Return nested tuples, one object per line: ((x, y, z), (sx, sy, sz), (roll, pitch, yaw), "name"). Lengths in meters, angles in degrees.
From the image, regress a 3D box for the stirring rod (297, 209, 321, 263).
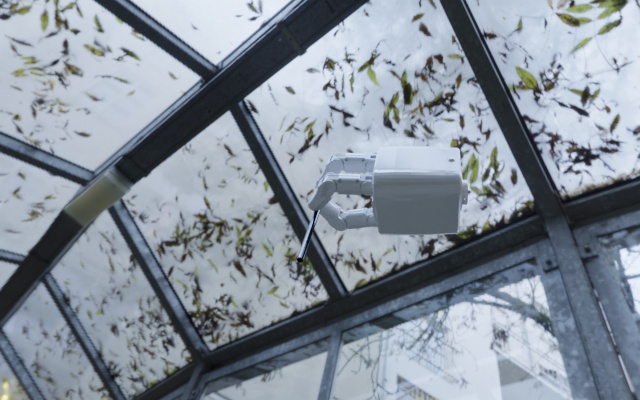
((0.000, 0.002, 0.652), (0.011, 0.011, 0.239), (0, 34, 14), "stirring rod")
